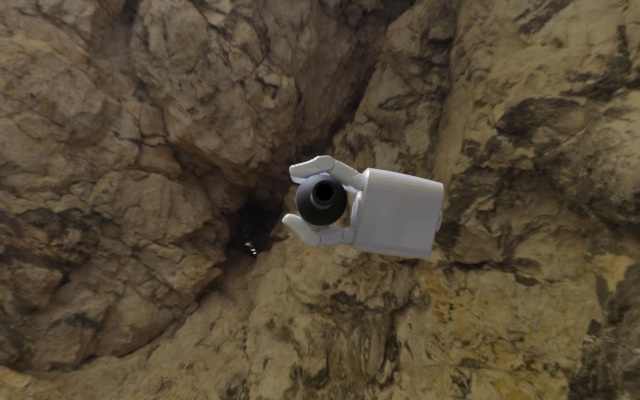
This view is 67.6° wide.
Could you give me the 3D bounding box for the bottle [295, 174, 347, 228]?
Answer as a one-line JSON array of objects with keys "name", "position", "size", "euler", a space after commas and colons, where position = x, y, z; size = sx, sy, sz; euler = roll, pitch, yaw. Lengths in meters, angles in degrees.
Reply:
[{"name": "bottle", "position": [0.000, 0.002, 0.648], "size": [0.069, 0.069, 0.296], "euler": [0, -4, -2]}]
